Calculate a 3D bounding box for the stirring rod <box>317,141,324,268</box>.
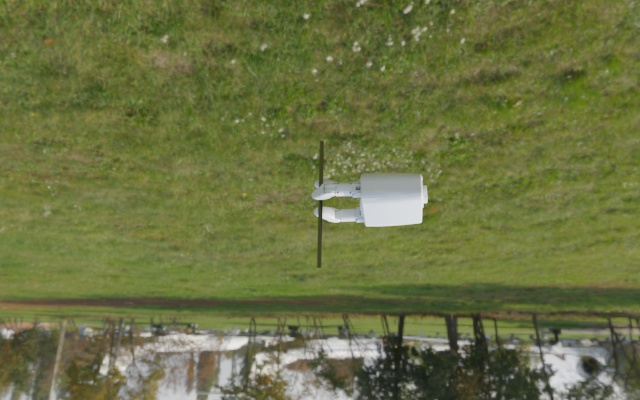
[{"bbox_3d":[0.000,0.003,0.877,0.011,0.239,0.011,1,-16,0],"label":"stirring rod"}]
